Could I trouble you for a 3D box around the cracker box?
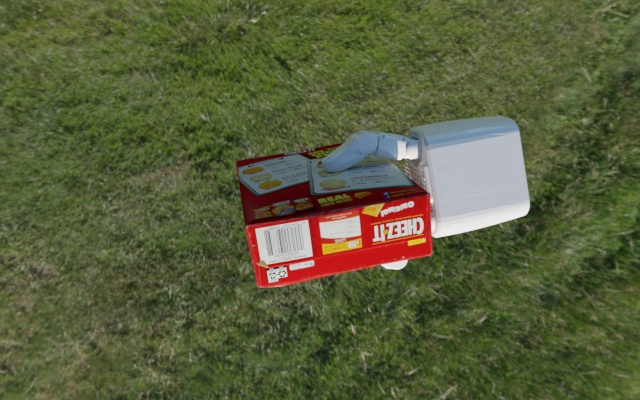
[{"bbox_3d":[0.000,0.002,0.508,0.164,0.072,0.213,-10,21,-8],"label":"cracker box"}]
